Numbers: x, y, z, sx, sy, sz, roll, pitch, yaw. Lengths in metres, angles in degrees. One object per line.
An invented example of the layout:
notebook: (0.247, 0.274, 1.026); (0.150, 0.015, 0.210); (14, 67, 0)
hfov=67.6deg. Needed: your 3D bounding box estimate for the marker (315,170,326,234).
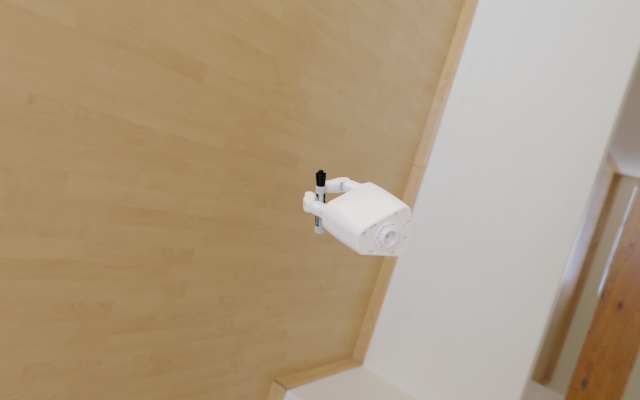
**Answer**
marker: (0.000, 0.003, 0.857); (0.020, 0.121, 0.020); (1, 24, 0)
